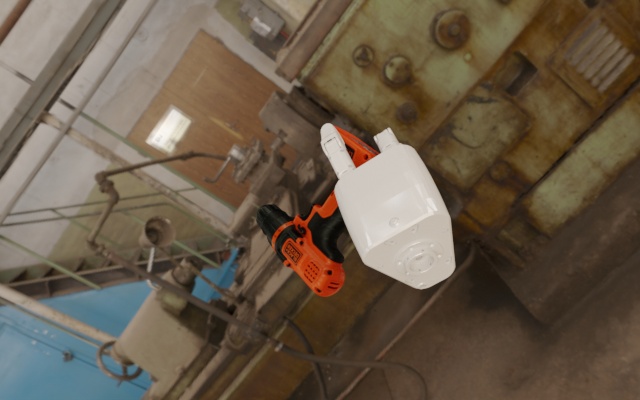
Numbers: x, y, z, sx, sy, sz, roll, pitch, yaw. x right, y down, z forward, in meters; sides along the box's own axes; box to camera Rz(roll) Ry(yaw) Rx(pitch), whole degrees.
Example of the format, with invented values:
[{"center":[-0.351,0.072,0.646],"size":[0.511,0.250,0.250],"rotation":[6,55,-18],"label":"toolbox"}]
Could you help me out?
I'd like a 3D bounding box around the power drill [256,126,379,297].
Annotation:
[{"center":[0.000,0.002,0.620],"size":[0.057,0.188,0.184],"rotation":[15,19,-45],"label":"power drill"}]
